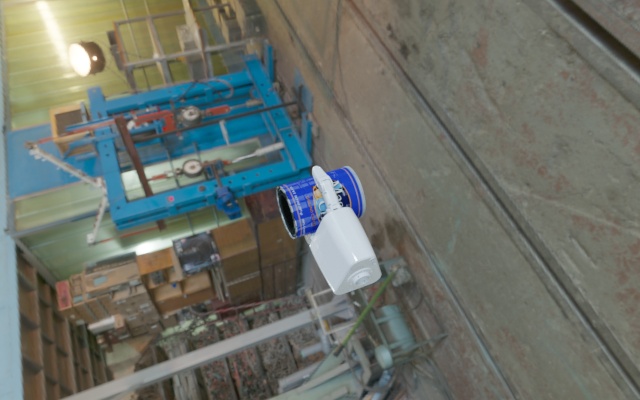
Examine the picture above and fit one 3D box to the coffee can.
[{"bbox_3d":[0.000,0.003,0.894,0.140,0.103,0.103,-17,5,-16],"label":"coffee can"}]
